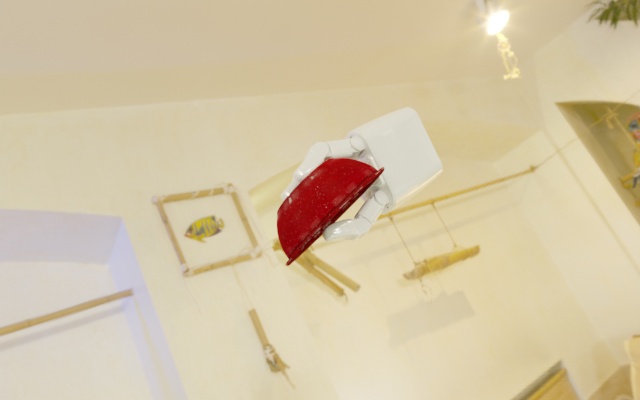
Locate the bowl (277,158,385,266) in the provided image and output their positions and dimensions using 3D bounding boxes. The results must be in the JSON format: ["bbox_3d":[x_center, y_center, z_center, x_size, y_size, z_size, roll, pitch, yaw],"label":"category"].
[{"bbox_3d":[-0.001,0.002,0.561,0.055,0.162,0.162,45,-4,5],"label":"bowl"}]
